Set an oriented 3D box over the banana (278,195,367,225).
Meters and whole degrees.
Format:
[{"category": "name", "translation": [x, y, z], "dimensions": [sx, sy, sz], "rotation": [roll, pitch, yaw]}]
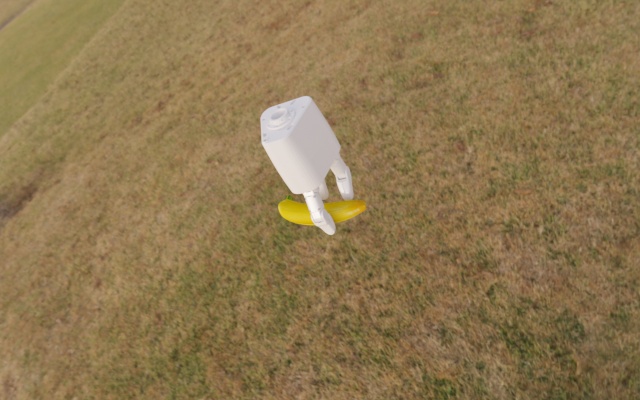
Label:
[{"category": "banana", "translation": [-0.012, 0.015, 0.844], "dimensions": [0.198, 0.037, 0.069], "rotation": [7, 48, 43]}]
